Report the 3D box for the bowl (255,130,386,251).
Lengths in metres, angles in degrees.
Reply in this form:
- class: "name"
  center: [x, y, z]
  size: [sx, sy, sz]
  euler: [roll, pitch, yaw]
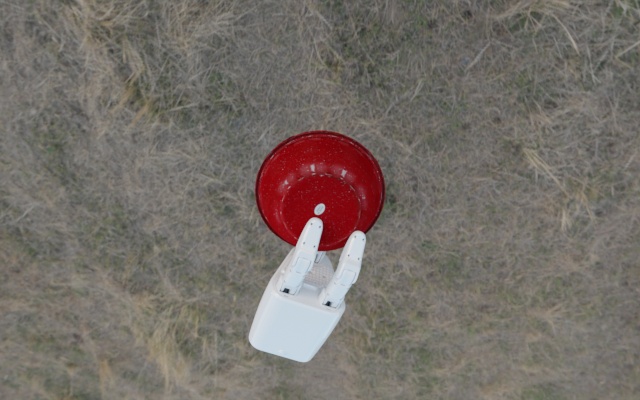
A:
- class: "bowl"
  center: [0.000, 0.001, 0.567]
  size: [0.162, 0.162, 0.055]
  euler: [0, 23, -1]
